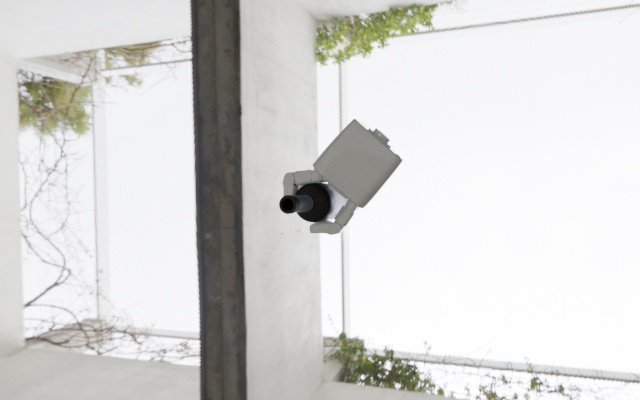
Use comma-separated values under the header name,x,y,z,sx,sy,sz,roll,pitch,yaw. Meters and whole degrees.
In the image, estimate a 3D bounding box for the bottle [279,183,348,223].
name,x,y,z,sx,sy,sz,roll,pitch,yaw
bottle,0.000,0.003,0.829,0.069,0.069,0.295,0,1,19
